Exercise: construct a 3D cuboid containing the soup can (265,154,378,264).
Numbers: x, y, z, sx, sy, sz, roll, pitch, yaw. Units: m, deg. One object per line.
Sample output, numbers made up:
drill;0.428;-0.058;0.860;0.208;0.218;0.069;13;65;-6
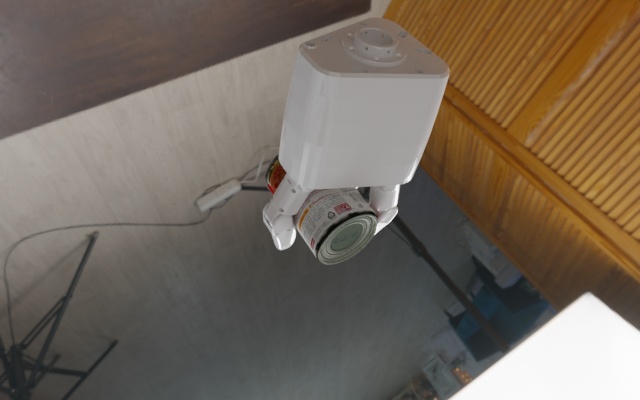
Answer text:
soup can;0.000;0.002;0.455;0.068;0.068;0.102;0;42;-43
